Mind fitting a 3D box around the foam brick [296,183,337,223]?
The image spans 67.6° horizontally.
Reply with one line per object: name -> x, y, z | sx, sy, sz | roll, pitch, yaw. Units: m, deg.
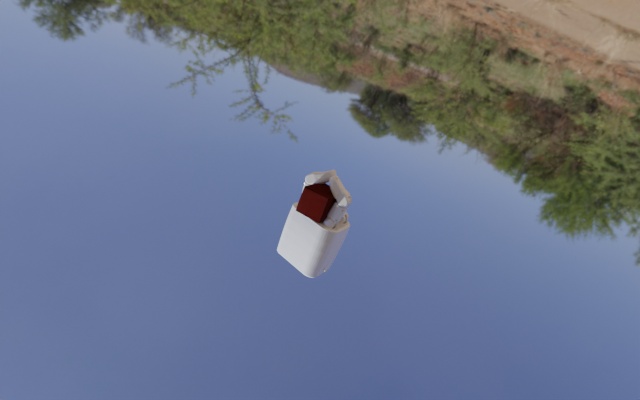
foam brick -> 0.000, 0.003, 0.878 | 0.053, 0.051, 0.078 | 29, 18, 19
